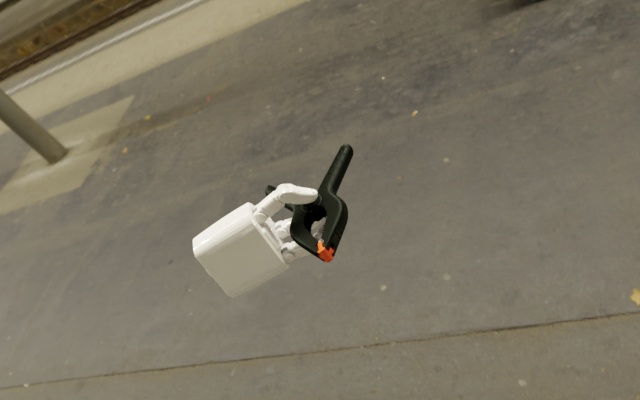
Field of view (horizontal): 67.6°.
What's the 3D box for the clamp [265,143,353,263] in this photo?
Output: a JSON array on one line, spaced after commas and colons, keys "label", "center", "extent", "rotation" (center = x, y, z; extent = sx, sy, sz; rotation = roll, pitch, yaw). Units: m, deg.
[{"label": "clamp", "center": [0.000, 0.002, 0.725], "extent": [0.164, 0.036, 0.209], "rotation": [-33, 39, 9]}]
